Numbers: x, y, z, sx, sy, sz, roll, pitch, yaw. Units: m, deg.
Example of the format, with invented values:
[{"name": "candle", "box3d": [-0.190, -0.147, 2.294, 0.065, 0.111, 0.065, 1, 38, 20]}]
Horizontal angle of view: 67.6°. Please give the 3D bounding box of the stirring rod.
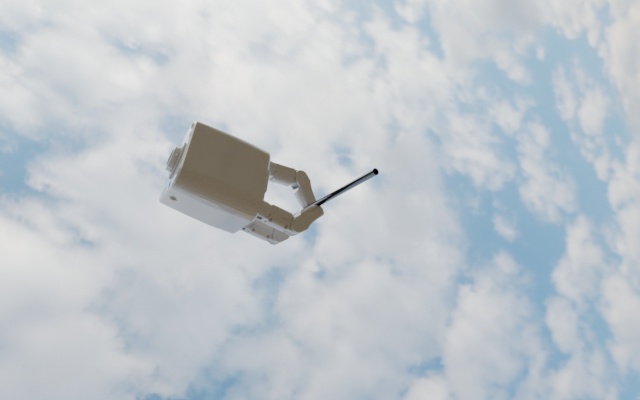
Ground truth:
[{"name": "stirring rod", "box3d": [0.000, 0.002, 0.624, 0.011, 0.011, 0.239, 0, -16, -32]}]
